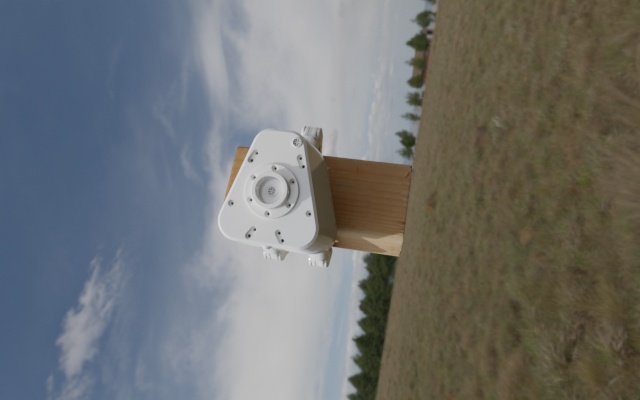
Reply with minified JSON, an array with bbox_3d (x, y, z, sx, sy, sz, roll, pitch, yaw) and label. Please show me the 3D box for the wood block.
[{"bbox_3d":[0.000,0.001,0.577,0.206,0.090,0.090,8,-17,9],"label":"wood block"}]
